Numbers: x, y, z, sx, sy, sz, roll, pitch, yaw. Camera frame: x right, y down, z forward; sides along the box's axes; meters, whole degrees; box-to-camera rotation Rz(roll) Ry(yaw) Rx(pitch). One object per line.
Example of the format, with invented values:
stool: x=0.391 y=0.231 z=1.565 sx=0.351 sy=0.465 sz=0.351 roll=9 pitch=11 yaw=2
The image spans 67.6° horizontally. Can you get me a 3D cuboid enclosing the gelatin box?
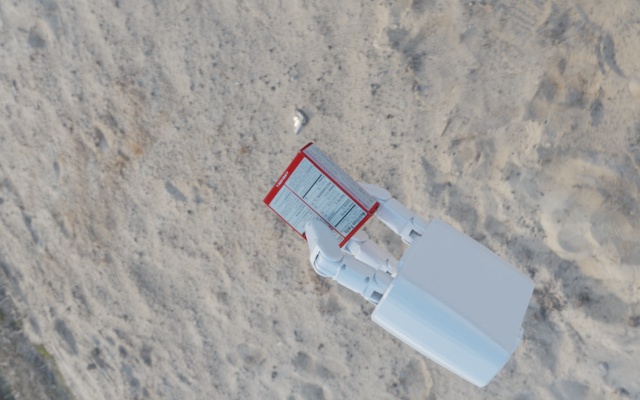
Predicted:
gelatin box: x=0.000 y=0.001 z=0.453 sx=0.073 sy=0.089 sz=0.030 roll=-50 pitch=-3 yaw=35
